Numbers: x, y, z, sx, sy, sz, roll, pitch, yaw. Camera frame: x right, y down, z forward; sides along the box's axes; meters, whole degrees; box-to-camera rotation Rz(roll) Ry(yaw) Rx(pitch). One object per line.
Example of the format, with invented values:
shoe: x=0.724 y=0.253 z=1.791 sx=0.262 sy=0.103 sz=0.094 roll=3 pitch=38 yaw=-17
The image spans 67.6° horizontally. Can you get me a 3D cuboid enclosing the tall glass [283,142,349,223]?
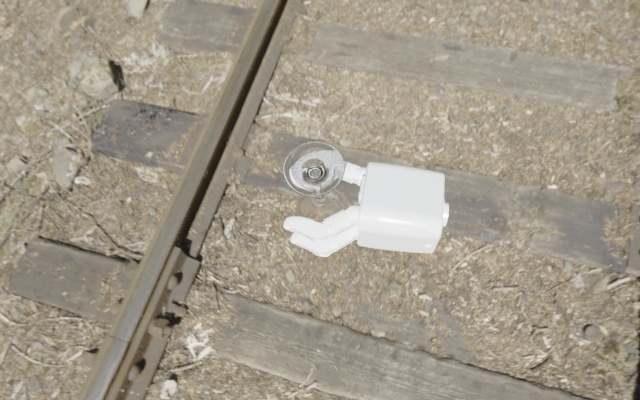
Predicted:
tall glass: x=0.000 y=0.002 z=0.659 sx=0.079 sy=0.079 sz=0.201 roll=0 pitch=-24 yaw=5
